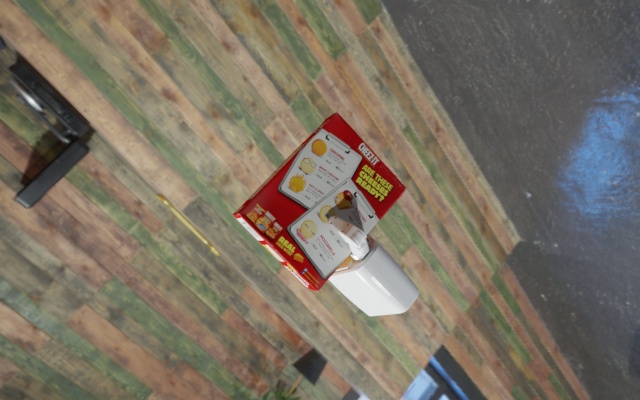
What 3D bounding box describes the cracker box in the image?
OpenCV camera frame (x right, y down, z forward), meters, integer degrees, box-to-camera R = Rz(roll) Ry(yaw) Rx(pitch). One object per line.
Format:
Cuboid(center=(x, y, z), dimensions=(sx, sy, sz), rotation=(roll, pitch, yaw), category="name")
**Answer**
Cuboid(center=(0.000, 0.002, 0.723), dimensions=(0.164, 0.213, 0.072), rotation=(46, -16, -12), category="cracker box")
